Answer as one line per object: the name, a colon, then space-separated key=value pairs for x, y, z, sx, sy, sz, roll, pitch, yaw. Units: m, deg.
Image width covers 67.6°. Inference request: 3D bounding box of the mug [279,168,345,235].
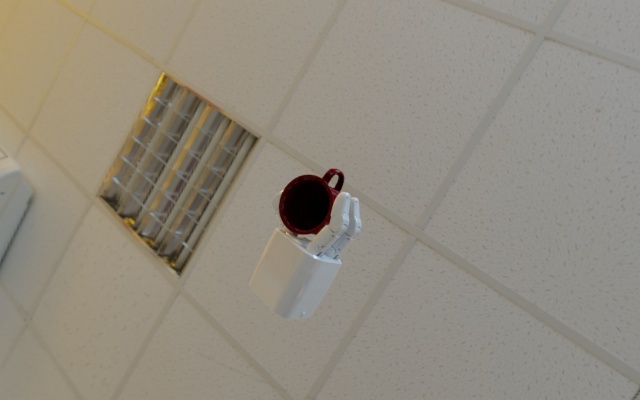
mug: x=0.001 y=0.001 z=0.754 sx=0.093 sy=0.117 sz=0.081 roll=31 pitch=4 yaw=28
